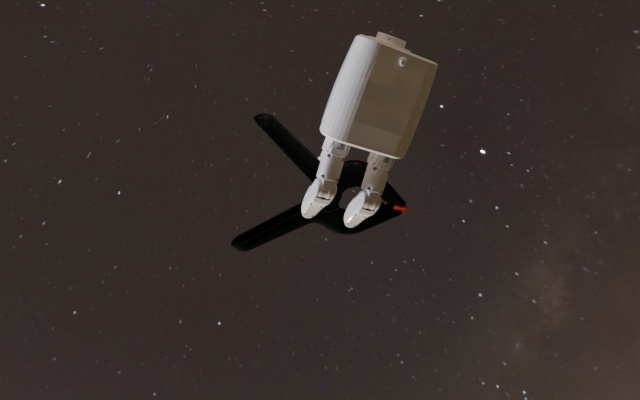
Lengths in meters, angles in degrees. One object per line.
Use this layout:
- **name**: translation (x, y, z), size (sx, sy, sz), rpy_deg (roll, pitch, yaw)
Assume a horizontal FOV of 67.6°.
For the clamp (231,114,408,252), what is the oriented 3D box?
- **clamp**: translation (0.000, 0.001, 0.567), size (0.210, 0.165, 0.036), rpy_deg (14, 21, -20)
